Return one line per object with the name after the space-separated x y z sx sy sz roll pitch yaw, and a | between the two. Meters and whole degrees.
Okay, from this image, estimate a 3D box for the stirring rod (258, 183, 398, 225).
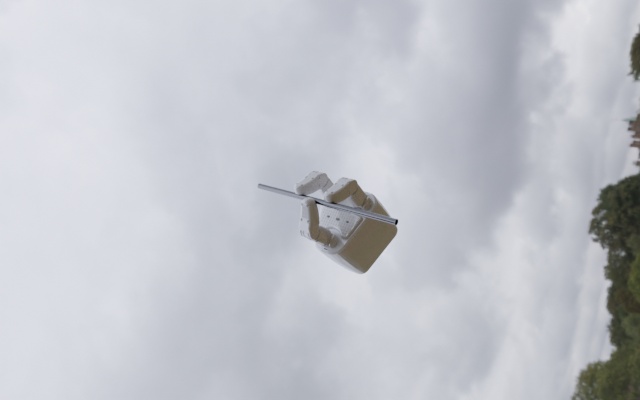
0.000 0.002 0.658 0.239 0.011 0.011 15 9 37 | stirring rod
